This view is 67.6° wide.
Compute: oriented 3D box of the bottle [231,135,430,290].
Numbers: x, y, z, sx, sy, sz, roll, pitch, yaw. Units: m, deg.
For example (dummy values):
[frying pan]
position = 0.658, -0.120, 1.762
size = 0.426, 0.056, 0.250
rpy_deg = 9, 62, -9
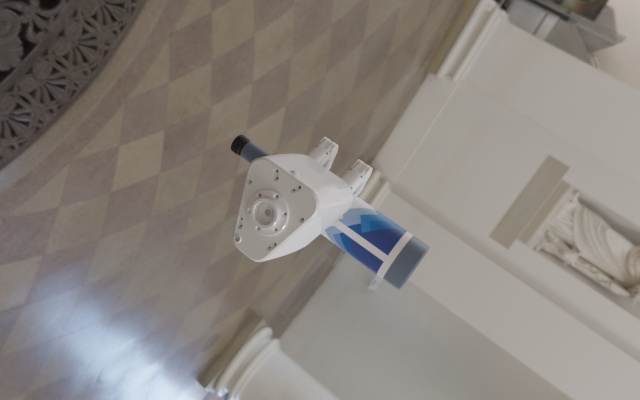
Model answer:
[bottle]
position = 0.000, 0.002, 0.626
size = 0.295, 0.069, 0.069
rpy_deg = 35, 10, 15
